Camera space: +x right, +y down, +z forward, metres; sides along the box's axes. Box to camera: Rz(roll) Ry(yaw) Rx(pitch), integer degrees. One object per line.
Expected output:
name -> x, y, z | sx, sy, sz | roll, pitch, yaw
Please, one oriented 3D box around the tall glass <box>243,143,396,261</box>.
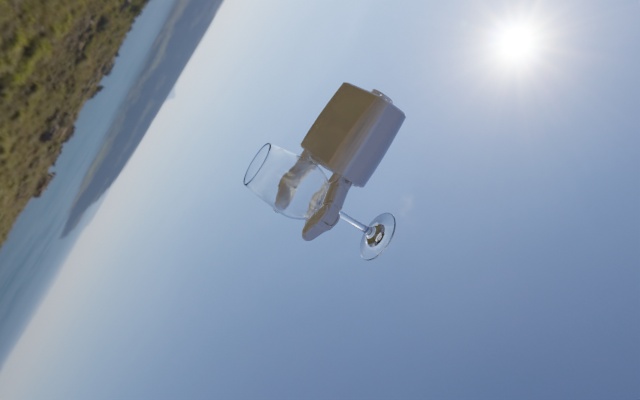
tall glass -> 0.001, 0.003, 0.628 | 0.201, 0.079, 0.079 | 31, -12, -21
